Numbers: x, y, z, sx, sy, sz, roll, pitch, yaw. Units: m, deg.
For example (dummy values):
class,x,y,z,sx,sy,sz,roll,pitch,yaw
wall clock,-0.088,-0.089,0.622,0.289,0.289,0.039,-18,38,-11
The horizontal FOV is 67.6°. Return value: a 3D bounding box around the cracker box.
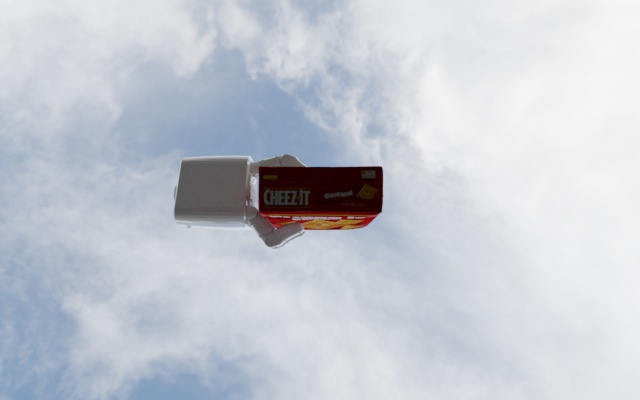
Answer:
class,x,y,z,sx,sy,sz,roll,pitch,yaw
cracker box,0.000,0.002,0.719,0.164,0.072,0.214,-1,-8,0
